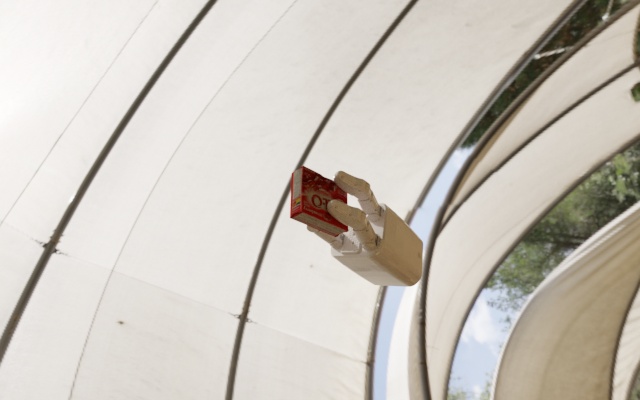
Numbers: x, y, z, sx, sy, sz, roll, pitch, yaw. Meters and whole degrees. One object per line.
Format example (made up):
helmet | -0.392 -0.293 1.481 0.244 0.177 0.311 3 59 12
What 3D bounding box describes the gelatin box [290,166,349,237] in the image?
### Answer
gelatin box | 0.000 0.002 0.668 0.089 0.073 0.030 24 -37 -35
